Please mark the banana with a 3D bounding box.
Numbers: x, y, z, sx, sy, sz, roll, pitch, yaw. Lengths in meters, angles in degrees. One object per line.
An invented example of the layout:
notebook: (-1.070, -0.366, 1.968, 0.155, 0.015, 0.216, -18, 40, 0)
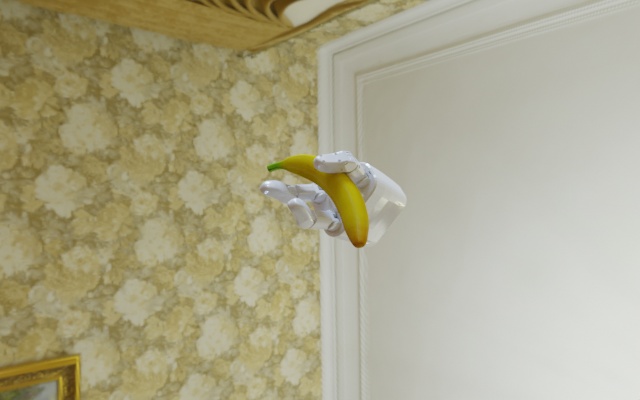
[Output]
banana: (0.011, -0.013, 0.643, 0.197, 0.069, 0.037, 40, -7, 36)
